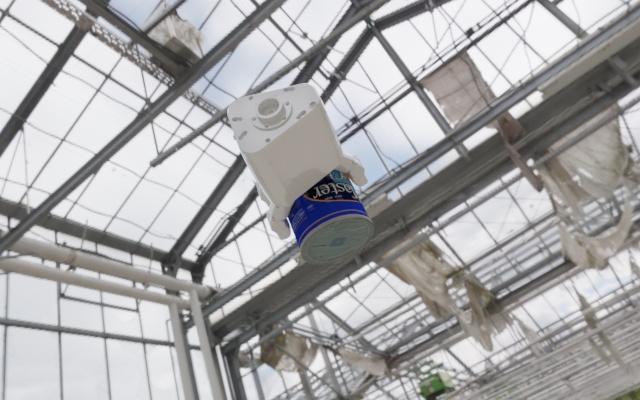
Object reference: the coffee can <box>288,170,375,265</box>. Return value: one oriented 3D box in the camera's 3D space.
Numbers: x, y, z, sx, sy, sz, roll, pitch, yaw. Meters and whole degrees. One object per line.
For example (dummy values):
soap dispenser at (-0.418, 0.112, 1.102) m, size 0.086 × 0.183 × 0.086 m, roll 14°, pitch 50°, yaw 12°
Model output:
coffee can at (0.000, 0.002, 0.658) m, size 0.103 × 0.140 × 0.103 m, roll -16°, pitch -35°, yaw -12°
